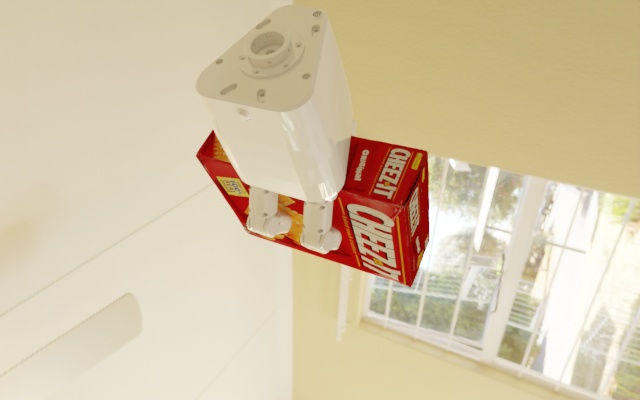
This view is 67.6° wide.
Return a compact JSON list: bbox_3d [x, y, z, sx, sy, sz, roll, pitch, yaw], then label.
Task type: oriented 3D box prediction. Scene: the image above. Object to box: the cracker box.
[{"bbox_3d":[0.000,0.001,0.498,0.213,0.072,0.164,16,-28,23],"label":"cracker box"}]
